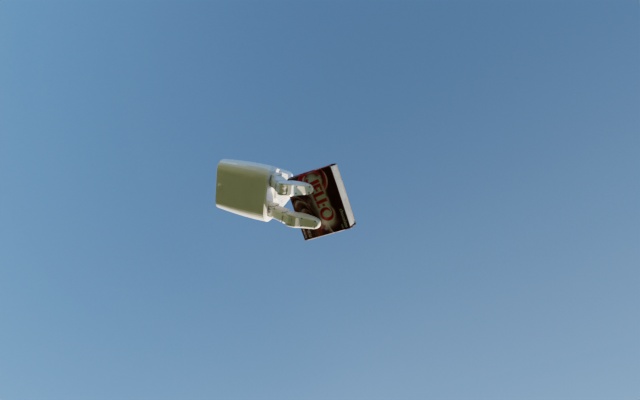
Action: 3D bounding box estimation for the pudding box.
[{"bbox_3d":[0.000,0.003,0.813,0.090,0.113,0.039,-17,6,26],"label":"pudding box"}]
